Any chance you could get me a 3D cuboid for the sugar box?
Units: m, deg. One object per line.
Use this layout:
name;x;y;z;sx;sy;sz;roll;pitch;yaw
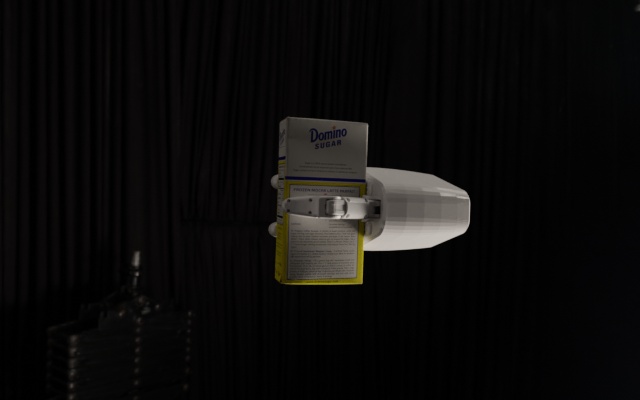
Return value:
sugar box;0.000;0.002;0.524;0.093;0.176;0.048;2;-1;-17
